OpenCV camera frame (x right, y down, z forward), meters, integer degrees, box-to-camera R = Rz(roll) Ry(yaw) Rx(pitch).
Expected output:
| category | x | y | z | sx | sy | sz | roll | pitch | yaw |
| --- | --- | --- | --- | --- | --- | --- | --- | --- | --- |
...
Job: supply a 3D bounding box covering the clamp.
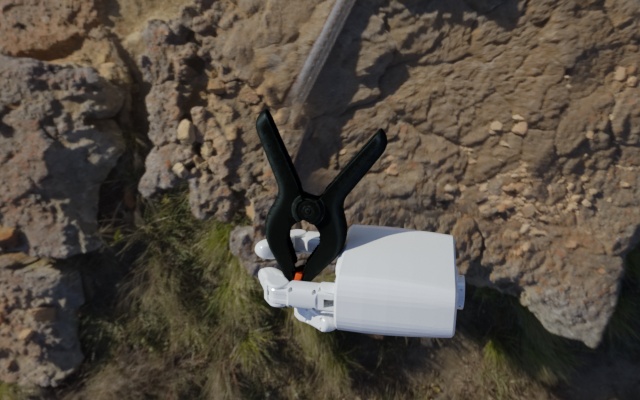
| category | x | y | z | sx | sy | sz | roll | pitch | yaw |
| --- | --- | --- | --- | --- | --- | --- | --- | --- | --- |
| clamp | 0.000 | 0.002 | 0.450 | 0.120 | 0.171 | 0.039 | 3 | 15 | 12 |
